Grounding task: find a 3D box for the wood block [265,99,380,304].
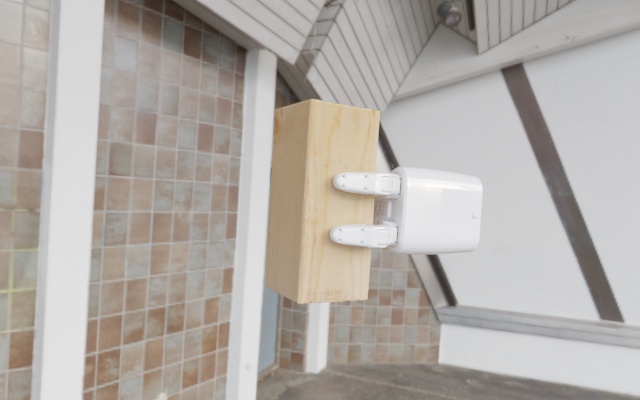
[{"bbox_3d":[0.000,0.002,0.535,0.090,0.206,0.091,3,1,-29],"label":"wood block"}]
